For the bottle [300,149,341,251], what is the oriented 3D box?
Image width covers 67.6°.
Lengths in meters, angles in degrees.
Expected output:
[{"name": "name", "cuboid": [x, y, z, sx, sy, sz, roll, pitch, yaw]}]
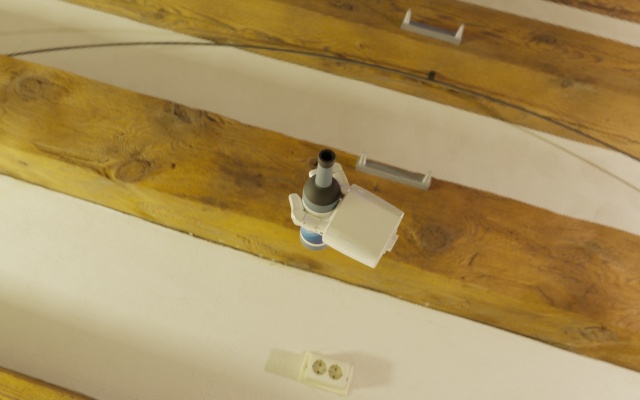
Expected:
[{"name": "bottle", "cuboid": [0.000, 0.003, 0.873, 0.069, 0.069, 0.296, 0, -30, -5]}]
